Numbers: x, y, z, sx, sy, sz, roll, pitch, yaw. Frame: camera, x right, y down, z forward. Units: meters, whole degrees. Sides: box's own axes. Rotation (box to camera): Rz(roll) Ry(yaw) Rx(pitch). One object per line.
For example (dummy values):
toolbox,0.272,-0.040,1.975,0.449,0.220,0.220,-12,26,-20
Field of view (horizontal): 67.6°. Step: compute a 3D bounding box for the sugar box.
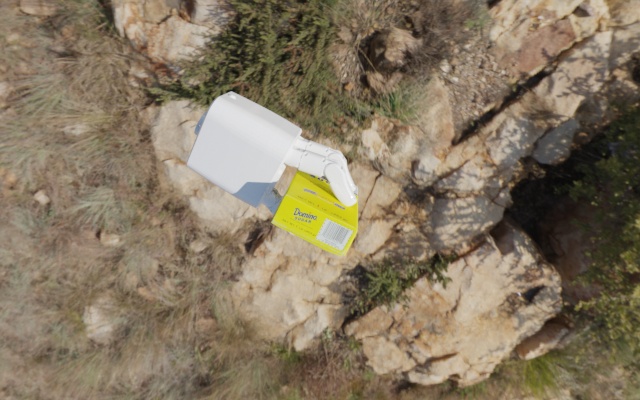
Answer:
sugar box,0.000,0.002,0.612,0.093,0.048,0.176,27,20,-5
